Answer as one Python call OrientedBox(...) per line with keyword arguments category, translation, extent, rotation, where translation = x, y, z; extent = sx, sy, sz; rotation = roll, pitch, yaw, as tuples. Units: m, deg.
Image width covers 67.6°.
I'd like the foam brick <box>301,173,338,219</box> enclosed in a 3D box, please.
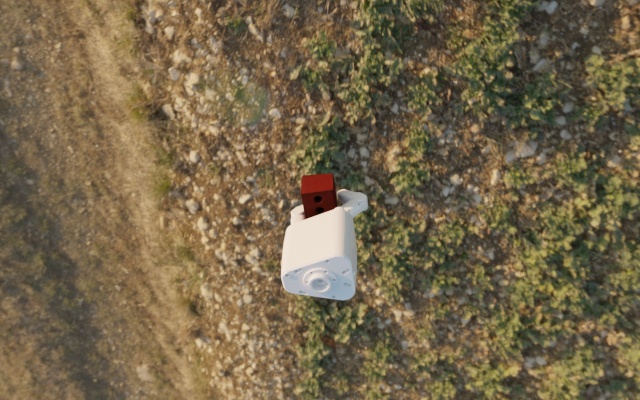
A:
OrientedBox(category="foam brick", translation=(0.000, 0.002, 0.776), extent=(0.053, 0.078, 0.051), rotation=(-6, 34, 6))
